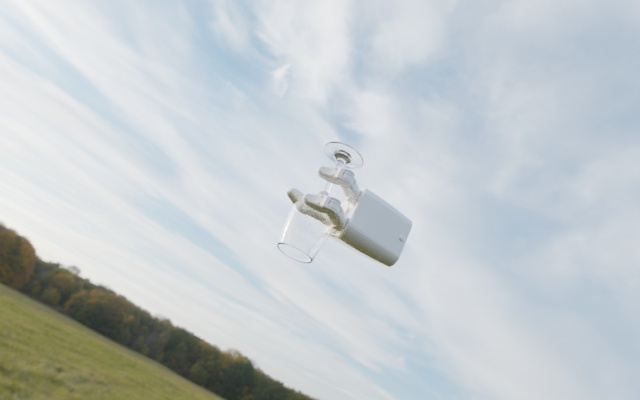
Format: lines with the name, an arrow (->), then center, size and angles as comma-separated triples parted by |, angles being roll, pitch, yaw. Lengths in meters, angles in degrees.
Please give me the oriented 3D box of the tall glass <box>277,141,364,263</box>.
tall glass -> 0.000, 0.002, 0.791 | 0.079, 0.201, 0.079 | 22, -24, 11
